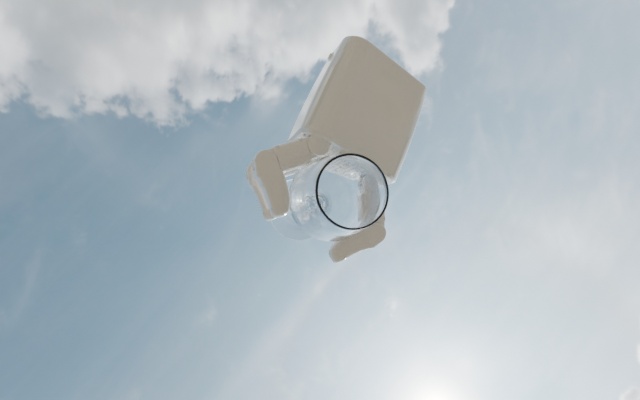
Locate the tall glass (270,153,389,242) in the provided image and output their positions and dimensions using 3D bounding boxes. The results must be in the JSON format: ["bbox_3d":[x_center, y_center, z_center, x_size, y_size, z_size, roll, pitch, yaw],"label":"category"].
[{"bbox_3d":[0.000,0.002,0.473,0.079,0.079,0.201,0,-5,-15],"label":"tall glass"}]
